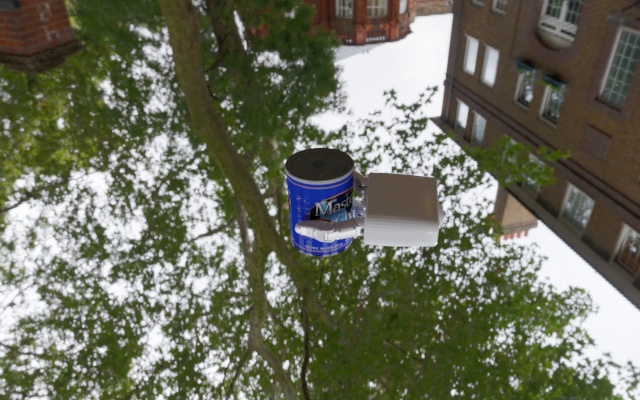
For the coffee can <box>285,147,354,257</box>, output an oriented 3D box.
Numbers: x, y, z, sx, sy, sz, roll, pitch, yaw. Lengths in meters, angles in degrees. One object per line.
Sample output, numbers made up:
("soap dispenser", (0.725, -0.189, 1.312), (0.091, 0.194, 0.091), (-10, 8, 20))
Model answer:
("coffee can", (0.000, 0.002, 0.746), (0.103, 0.140, 0.102), (-1, 34, 1))
